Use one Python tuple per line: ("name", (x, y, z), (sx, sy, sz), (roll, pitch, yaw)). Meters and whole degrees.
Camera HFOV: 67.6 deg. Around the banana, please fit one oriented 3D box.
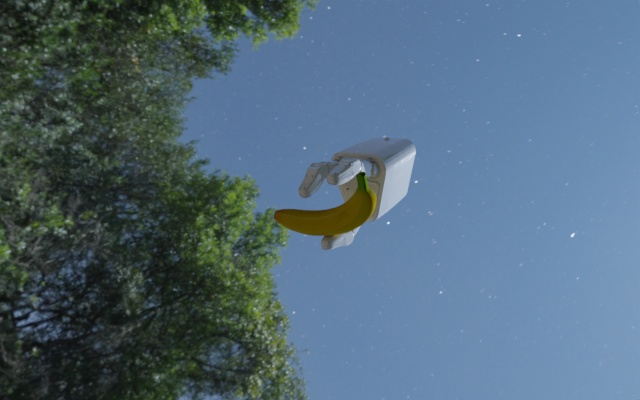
("banana", (0.012, 0.017, 0.656), (0.198, 0.069, 0.037), (-25, 10, 45))
